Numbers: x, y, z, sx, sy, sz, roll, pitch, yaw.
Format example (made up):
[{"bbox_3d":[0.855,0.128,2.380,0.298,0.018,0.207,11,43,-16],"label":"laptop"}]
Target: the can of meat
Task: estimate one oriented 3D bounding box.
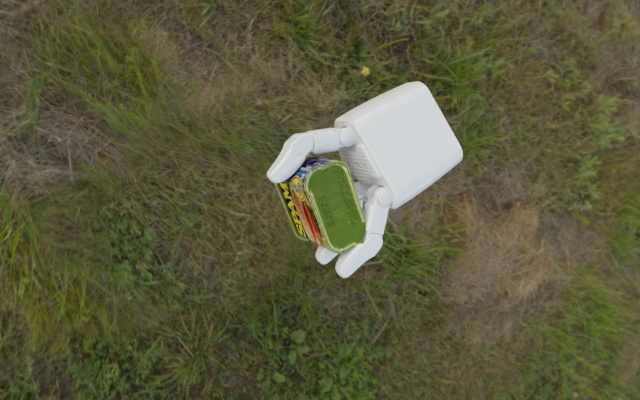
[{"bbox_3d":[0.000,0.002,0.522,0.057,0.102,0.084,-27,20,-21],"label":"can of meat"}]
